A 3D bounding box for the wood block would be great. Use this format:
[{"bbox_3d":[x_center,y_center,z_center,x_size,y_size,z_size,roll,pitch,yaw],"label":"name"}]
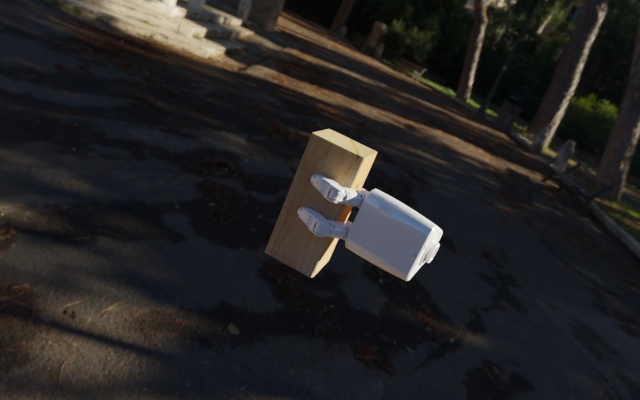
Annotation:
[{"bbox_3d":[0.001,0.002,0.752,0.090,0.206,0.091,27,19,11],"label":"wood block"}]
